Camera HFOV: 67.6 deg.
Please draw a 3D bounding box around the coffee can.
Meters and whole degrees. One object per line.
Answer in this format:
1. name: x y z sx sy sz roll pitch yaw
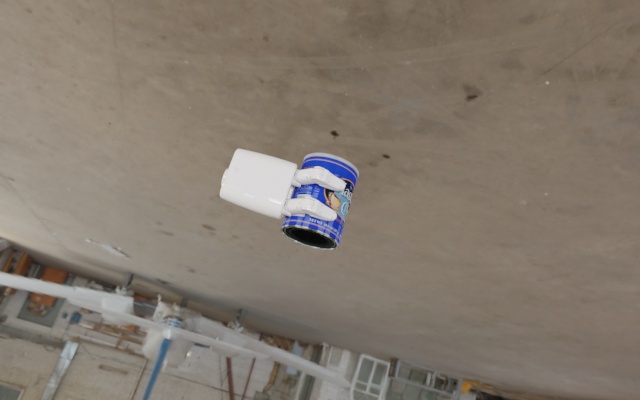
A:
1. coffee can: 0.000 0.003 0.830 0.103 0.140 0.103 15 -21 6
